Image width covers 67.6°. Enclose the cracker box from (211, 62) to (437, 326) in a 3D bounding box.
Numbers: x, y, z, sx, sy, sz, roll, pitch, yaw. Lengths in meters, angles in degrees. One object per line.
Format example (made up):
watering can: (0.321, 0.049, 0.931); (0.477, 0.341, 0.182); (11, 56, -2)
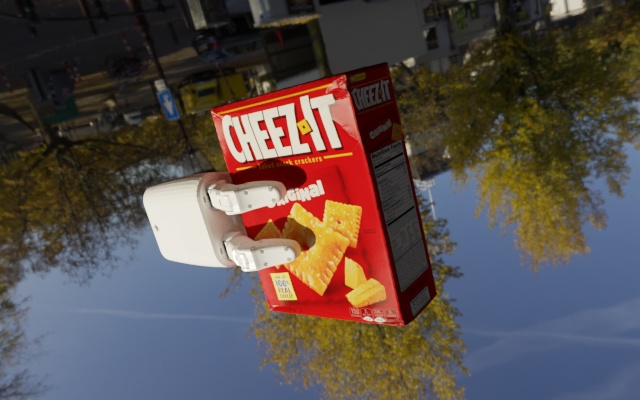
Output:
cracker box: (0.000, 0.002, 0.439); (0.164, 0.214, 0.072); (-3, 17, 40)
